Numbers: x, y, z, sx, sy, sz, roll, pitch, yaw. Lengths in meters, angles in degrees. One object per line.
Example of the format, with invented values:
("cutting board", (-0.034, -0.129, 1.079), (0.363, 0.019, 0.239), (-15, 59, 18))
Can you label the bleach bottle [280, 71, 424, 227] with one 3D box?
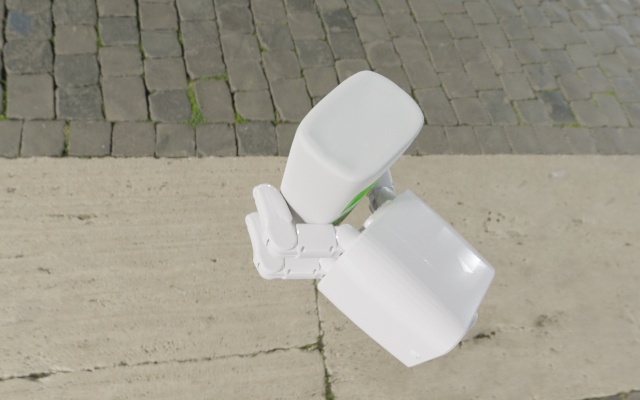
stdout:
("bleach bottle", (0.000, 0.001, 0.439), (0.102, 0.068, 0.251), (-44, -9, -29))
